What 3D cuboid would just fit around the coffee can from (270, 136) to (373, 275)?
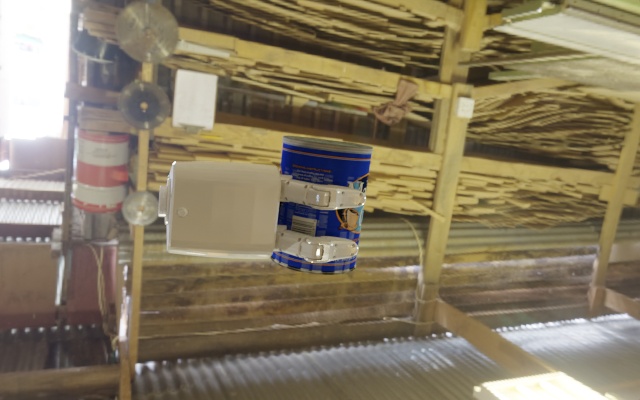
[{"bbox_3d":[0.000,0.002,0.548,0.103,0.140,0.103,7,10,-1],"label":"coffee can"}]
